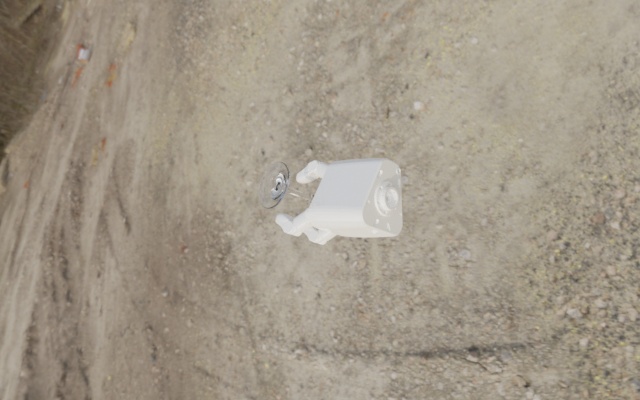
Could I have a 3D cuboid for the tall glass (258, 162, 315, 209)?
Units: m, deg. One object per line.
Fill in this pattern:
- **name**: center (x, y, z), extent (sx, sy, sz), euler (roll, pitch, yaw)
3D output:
- **tall glass**: center (0.000, 0.002, 0.787), extent (0.201, 0.079, 0.079), euler (20, -13, -40)
